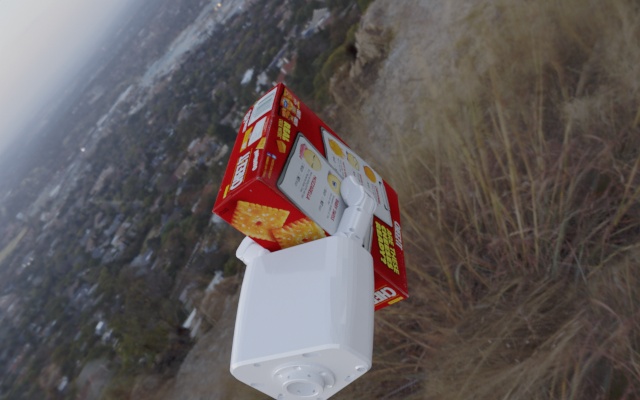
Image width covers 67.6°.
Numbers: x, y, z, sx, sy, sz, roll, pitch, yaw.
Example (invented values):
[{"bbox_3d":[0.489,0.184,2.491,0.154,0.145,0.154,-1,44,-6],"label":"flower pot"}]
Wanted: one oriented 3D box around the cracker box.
[{"bbox_3d":[0.000,0.002,0.515,0.072,0.164,0.214,-32,-57,29],"label":"cracker box"}]
